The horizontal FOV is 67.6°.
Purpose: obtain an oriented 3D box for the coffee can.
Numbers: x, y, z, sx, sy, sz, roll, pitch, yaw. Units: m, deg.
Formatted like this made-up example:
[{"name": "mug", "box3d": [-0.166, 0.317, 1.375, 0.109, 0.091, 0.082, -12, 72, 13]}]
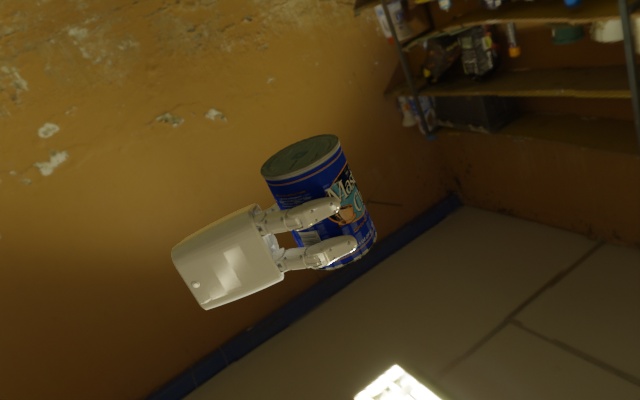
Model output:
[{"name": "coffee can", "box3d": [0.000, 0.002, 0.603, 0.103, 0.140, 0.102, -20, 24, 9]}]
